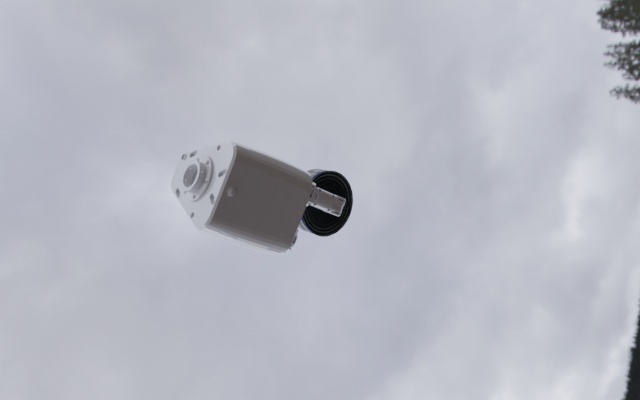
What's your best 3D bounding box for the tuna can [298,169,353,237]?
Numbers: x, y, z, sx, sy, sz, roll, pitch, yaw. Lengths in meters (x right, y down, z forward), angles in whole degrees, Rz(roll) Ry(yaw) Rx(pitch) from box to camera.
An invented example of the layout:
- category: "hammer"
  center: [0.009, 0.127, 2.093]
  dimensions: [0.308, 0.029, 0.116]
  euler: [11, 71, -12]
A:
- category: "tuna can"
  center: [0.000, 0.002, 0.623]
  dimensions: [0.086, 0.086, 0.033]
  euler: [0, 9, -40]
